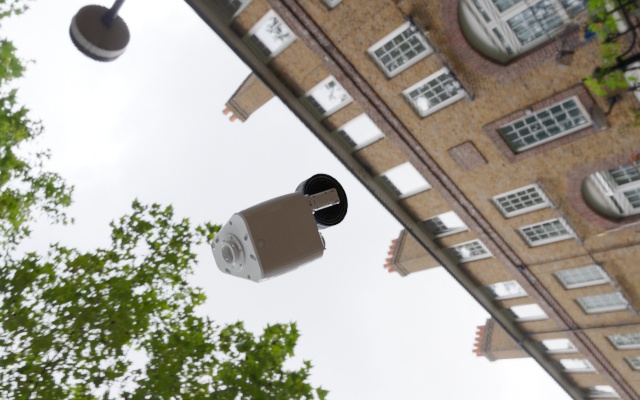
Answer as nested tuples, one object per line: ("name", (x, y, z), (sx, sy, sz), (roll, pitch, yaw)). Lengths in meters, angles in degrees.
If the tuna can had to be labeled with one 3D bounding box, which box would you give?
("tuna can", (0.000, 0.003, 0.748), (0.086, 0.086, 0.034), (0, -15, -37))
